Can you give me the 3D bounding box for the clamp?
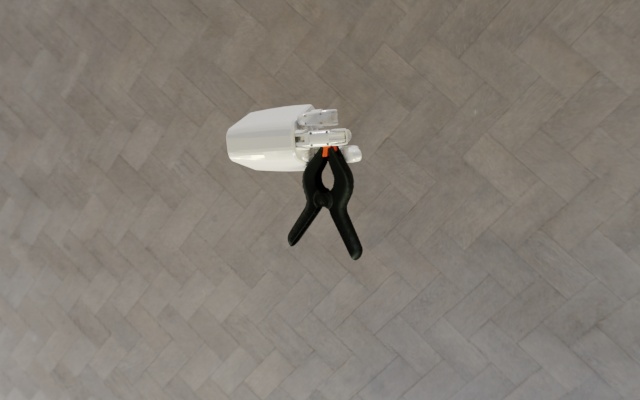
[{"bbox_3d":[0.000,0.002,0.702,0.120,0.171,0.039,-1,8,21],"label":"clamp"}]
